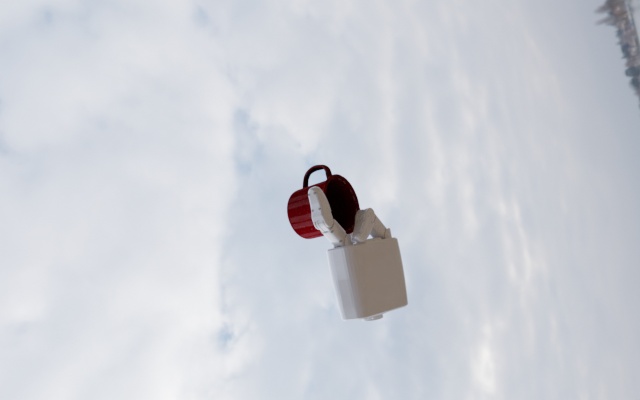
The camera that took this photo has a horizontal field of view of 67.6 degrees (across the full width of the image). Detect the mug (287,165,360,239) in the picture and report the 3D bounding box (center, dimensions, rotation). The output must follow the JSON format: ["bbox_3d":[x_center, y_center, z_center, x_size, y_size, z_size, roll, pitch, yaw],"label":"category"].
[{"bbox_3d":[0.000,0.001,0.743,0.081,0.117,0.093,-16,-9,35],"label":"mug"}]
